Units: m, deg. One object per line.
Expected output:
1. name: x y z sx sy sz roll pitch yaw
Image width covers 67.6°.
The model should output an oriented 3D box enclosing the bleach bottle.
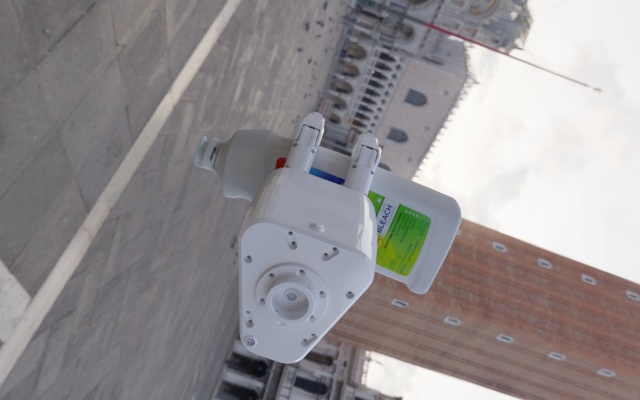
1. bleach bottle: 0.000 0.001 0.464 0.251 0.102 0.068 20 20 -3
